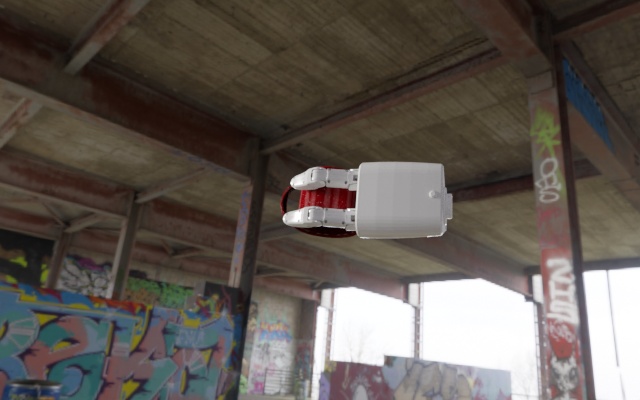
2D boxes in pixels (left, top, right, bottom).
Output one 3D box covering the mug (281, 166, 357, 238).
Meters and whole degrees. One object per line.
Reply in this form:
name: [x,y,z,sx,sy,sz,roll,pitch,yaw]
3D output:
mug: [-0.001,0.002,0.686,0.117,0.081,0.093,1,-19,16]
